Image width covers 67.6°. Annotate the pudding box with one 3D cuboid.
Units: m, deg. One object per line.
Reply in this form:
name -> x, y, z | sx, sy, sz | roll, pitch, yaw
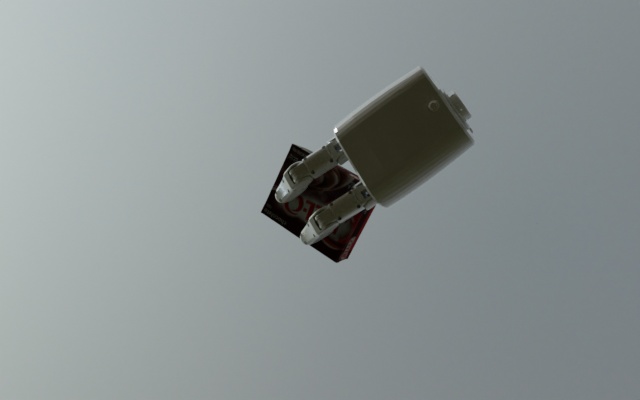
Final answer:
pudding box -> 0.000, 0.002, 0.533 | 0.113, 0.090, 0.039 | 32, 14, 24
